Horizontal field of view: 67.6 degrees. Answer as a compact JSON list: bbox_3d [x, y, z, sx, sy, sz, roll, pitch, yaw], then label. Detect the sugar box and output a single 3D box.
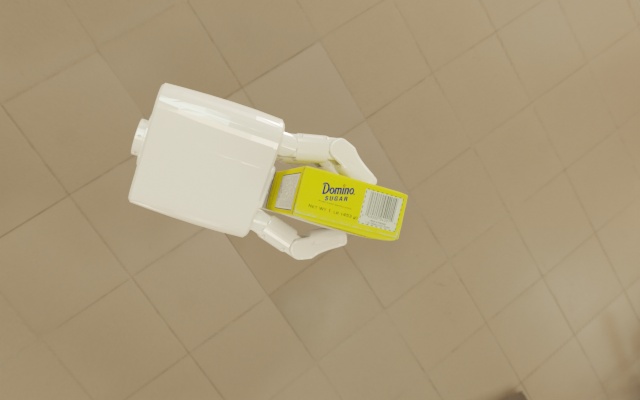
[{"bbox_3d":[0.000,0.001,0.455,0.093,0.048,0.176,16,-1,-17],"label":"sugar box"}]
